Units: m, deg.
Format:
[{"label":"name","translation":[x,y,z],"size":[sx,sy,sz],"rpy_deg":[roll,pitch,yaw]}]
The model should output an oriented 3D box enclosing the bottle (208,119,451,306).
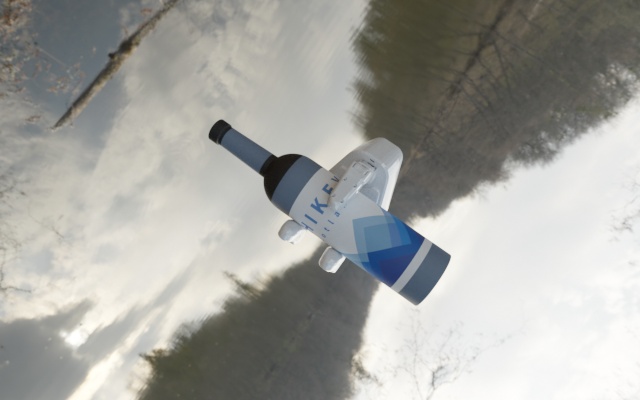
[{"label":"bottle","translation":[0.000,0.002,0.526],"size":[0.295,0.069,0.069],"rpy_deg":[35,5,7]}]
